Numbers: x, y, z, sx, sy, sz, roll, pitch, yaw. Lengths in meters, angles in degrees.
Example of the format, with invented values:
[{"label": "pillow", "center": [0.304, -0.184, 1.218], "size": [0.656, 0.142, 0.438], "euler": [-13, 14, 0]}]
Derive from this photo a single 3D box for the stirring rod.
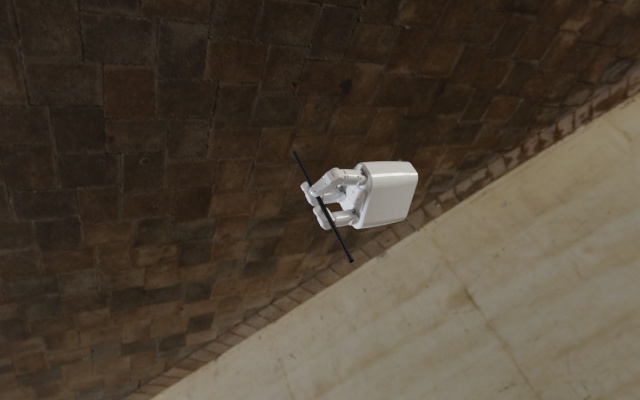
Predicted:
[{"label": "stirring rod", "center": [0.000, 0.002, 0.779], "size": [0.011, 0.239, 0.011], "euler": [-18, -35, -14]}]
